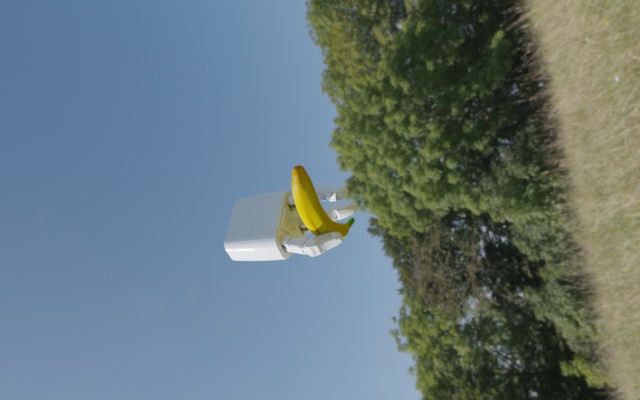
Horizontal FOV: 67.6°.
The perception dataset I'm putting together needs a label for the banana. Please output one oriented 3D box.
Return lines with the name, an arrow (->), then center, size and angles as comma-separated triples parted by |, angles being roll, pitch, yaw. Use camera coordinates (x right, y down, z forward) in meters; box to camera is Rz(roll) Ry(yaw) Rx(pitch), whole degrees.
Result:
banana -> -0.001, 0.021, 0.755 | 0.037, 0.069, 0.198 | -5, -29, 27
